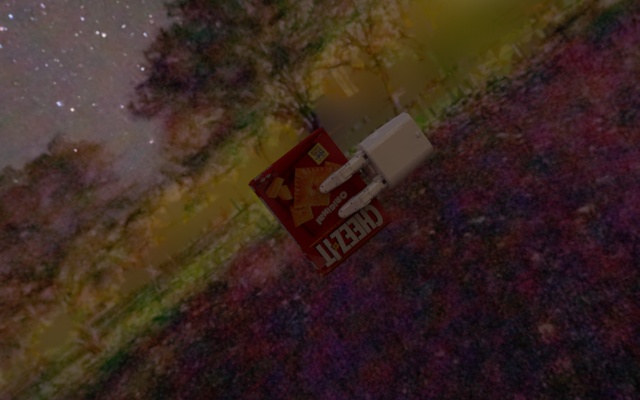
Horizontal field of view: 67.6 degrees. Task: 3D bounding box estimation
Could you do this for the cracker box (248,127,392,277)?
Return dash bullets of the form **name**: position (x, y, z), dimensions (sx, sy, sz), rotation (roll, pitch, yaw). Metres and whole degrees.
- **cracker box**: position (0.000, 0.003, 0.861), dimensions (0.164, 0.214, 0.072), rotation (-39, 7, -8)
